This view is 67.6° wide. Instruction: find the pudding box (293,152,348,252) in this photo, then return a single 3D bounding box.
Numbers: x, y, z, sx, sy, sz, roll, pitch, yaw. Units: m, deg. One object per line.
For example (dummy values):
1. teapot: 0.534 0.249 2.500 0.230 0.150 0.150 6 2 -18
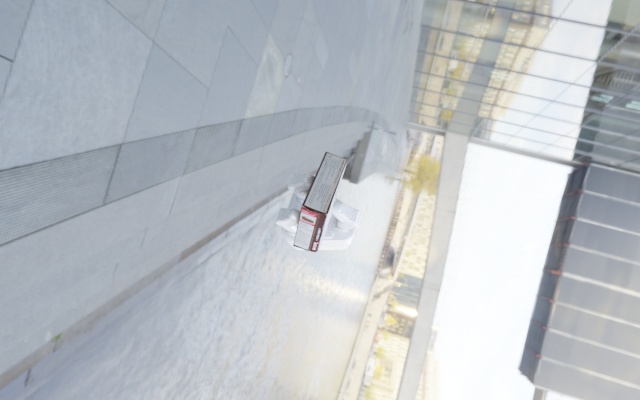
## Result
1. pudding box: 0.000 0.002 0.665 0.039 0.113 0.090 17 -42 3
